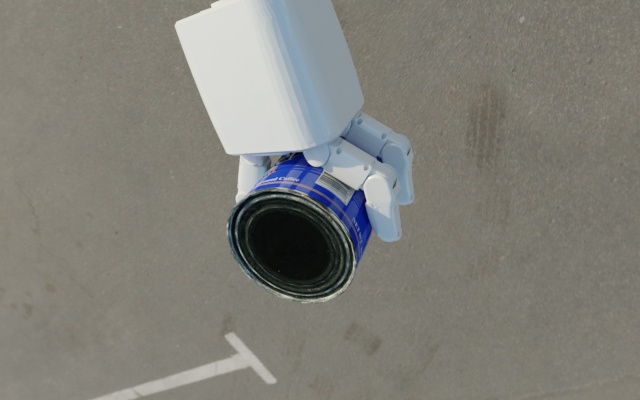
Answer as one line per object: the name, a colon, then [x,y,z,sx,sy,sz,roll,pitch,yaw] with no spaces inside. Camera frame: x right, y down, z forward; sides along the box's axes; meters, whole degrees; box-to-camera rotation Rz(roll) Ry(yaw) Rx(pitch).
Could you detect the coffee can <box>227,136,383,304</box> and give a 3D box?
coffee can: [0.000,0.001,0.403,0.103,0.103,0.140,0,30,22]
